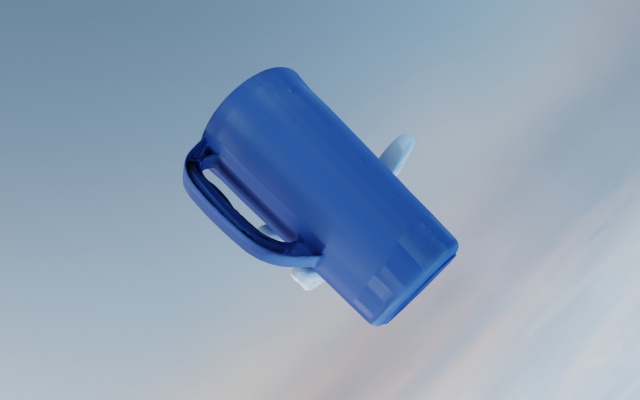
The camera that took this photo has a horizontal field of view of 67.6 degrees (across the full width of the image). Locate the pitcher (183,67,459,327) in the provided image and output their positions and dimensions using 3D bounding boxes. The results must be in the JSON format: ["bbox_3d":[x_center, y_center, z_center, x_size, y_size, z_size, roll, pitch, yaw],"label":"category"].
[{"bbox_3d":[0.000,0.001,0.451,0.242,0.149,0.145,45,5,17],"label":"pitcher"}]
